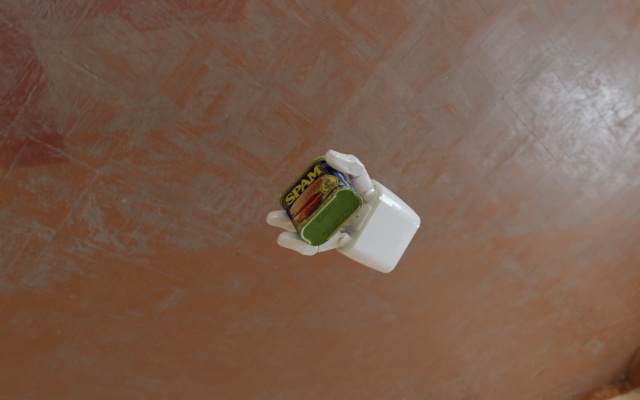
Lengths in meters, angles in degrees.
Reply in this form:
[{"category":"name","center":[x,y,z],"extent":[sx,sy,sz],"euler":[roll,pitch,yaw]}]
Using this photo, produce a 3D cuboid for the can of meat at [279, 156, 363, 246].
[{"category":"can of meat","center":[0.000,0.002,0.662],"extent":[0.057,0.102,0.084],"euler":[36,14,-38]}]
